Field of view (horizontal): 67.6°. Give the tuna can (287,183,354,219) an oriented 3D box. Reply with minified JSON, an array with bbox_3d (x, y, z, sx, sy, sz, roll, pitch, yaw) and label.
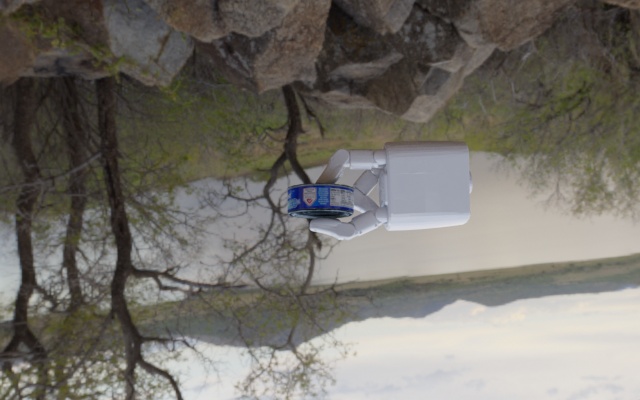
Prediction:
[{"bbox_3d":[0.000,0.003,0.607,0.086,0.033,0.086,0,-9,0],"label":"tuna can"}]
